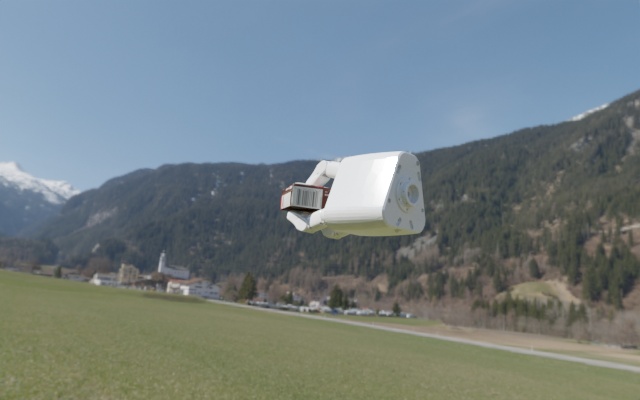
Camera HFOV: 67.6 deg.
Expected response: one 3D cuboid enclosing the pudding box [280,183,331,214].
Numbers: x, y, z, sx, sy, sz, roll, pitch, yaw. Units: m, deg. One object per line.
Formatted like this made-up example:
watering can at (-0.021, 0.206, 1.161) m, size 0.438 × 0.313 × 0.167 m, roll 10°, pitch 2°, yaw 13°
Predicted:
pudding box at (0.000, 0.002, 0.749) m, size 0.113 × 0.039 × 0.090 m, roll 9°, pitch -8°, yaw -13°
